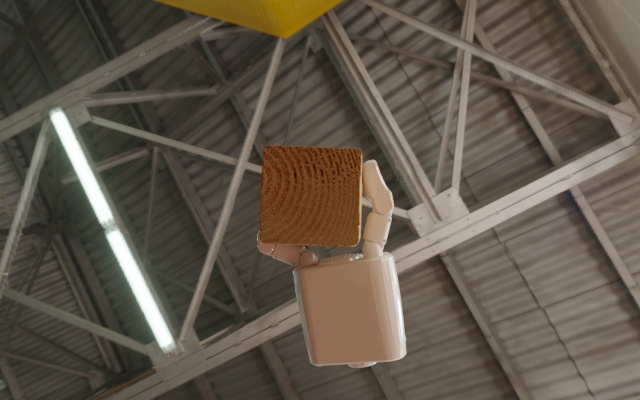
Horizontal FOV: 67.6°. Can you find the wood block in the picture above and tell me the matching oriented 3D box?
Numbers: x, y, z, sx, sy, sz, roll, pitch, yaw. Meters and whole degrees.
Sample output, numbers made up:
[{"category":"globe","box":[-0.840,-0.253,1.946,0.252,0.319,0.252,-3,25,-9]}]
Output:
[{"category":"wood block","box":[0.000,0.002,0.524,0.091,0.090,0.206,2,-4,5]}]
